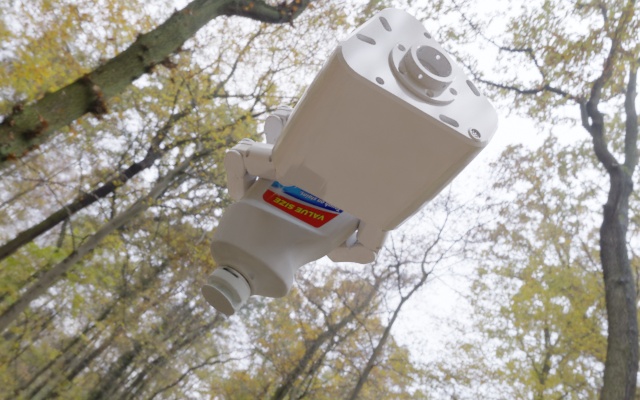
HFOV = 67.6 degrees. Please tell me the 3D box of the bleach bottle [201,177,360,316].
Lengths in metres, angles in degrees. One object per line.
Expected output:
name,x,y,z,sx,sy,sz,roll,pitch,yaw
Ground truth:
bleach bottle,0.000,0.001,0.404,0.250,0.102,0.068,-49,-2,-39
